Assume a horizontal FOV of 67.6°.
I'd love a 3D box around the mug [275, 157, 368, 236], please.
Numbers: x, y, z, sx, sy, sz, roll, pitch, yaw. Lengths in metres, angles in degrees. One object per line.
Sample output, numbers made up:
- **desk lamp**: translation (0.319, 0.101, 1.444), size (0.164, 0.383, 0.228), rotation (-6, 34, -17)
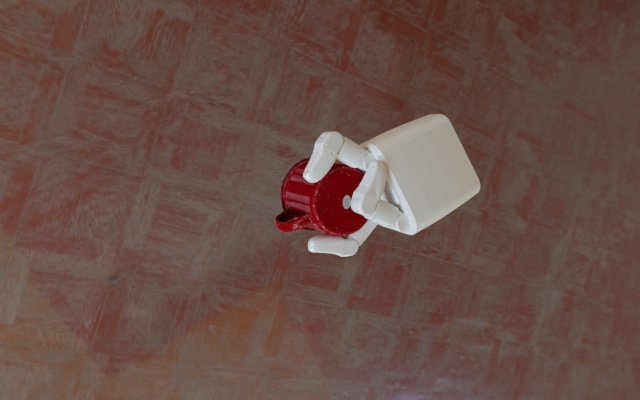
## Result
- **mug**: translation (-0.001, 0.002, 0.559), size (0.117, 0.093, 0.081), rotation (-29, 18, -20)
